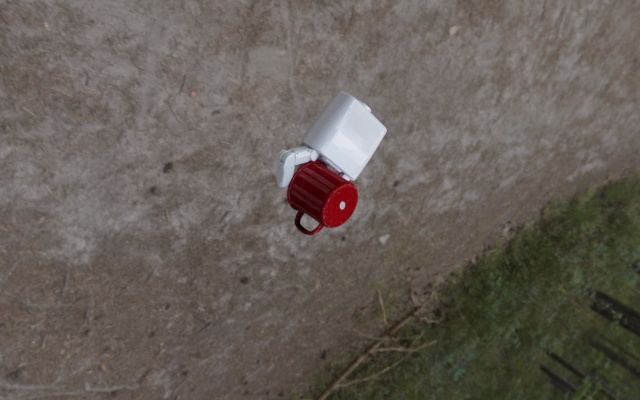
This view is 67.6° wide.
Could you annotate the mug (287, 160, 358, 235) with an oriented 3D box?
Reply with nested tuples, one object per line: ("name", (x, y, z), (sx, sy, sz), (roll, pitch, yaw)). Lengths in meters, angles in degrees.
("mug", (-0.001, 0.004, 0.772), (0.081, 0.117, 0.093), (33, 2, 38))
